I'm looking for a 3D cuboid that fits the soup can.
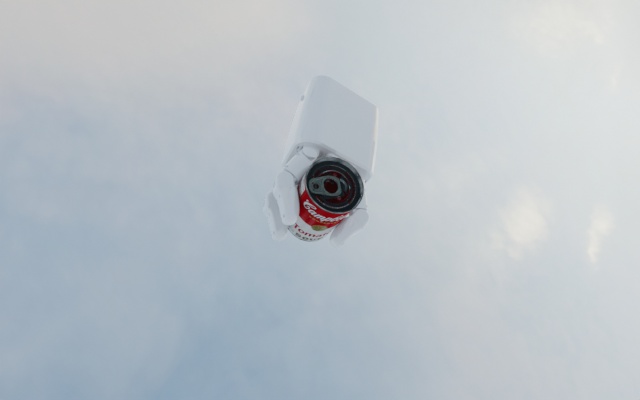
[{"bbox_3d":[0.000,0.002,0.562,0.068,0.068,0.102,0,-23,-20],"label":"soup can"}]
